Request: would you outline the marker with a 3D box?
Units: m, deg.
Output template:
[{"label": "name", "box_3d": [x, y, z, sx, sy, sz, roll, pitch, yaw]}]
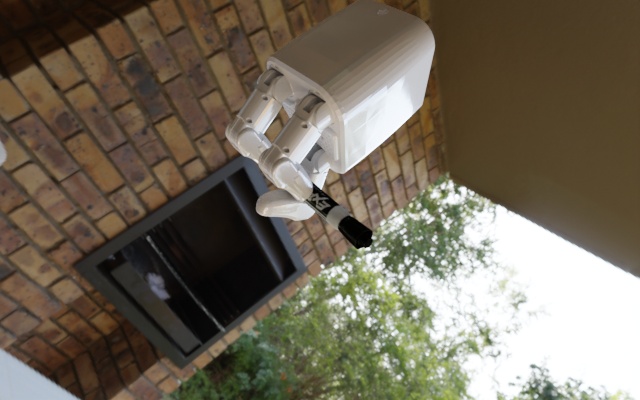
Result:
[{"label": "marker", "box_3d": [0.000, 0.001, 0.400, 0.020, 0.020, 0.121, 0, 32, -46]}]
